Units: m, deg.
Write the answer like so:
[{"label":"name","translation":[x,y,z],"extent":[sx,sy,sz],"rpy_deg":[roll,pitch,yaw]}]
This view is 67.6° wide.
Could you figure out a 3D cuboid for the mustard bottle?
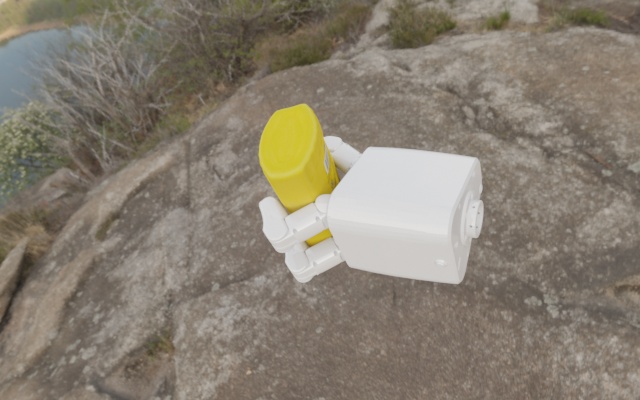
[{"label":"mustard bottle","translation":[0.000,0.001,0.493],"extent":[0.058,0.096,0.192],"rpy_deg":[-13,-42,13]}]
